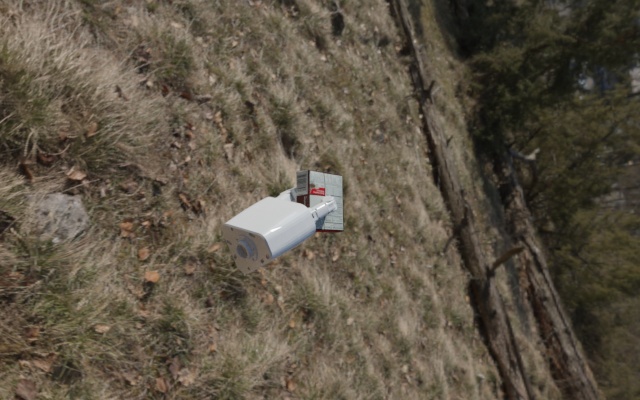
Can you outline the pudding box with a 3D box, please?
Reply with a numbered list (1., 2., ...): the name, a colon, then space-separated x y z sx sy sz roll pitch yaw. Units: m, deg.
1. pudding box: 0.000 0.003 0.887 0.090 0.113 0.039 7 -9 -43
